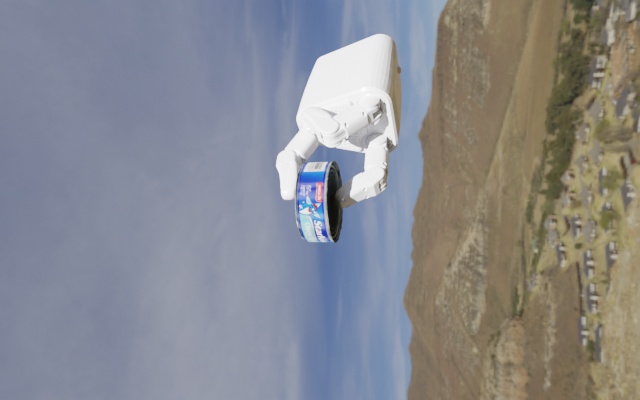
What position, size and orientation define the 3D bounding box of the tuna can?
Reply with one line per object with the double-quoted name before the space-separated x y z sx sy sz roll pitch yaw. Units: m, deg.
"tuna can" 0.000 0.002 0.504 0.034 0.086 0.086 -1 0 13
